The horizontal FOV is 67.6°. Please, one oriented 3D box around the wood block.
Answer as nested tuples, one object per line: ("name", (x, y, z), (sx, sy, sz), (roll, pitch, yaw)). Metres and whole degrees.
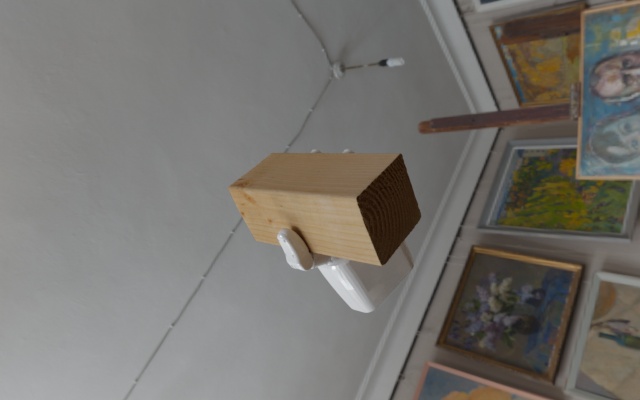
("wood block", (0.000, 0.002, 0.569), (0.206, 0.090, 0.090), (5, 38, 43))
